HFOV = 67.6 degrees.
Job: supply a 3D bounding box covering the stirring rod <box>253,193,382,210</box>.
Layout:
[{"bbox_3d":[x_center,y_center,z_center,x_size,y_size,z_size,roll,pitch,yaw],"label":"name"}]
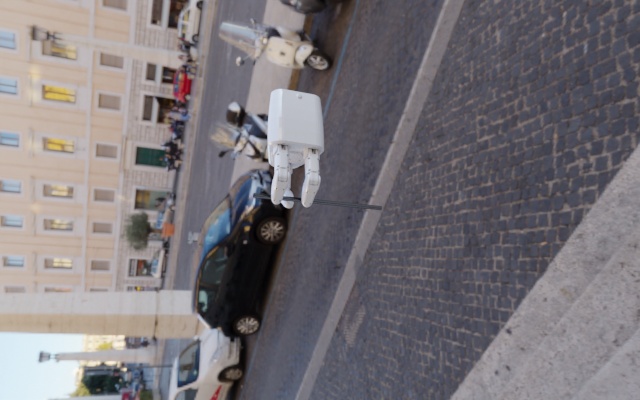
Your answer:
[{"bbox_3d":[0.000,0.003,0.843,0.239,0.011,0.011,6,-2,-20],"label":"stirring rod"}]
